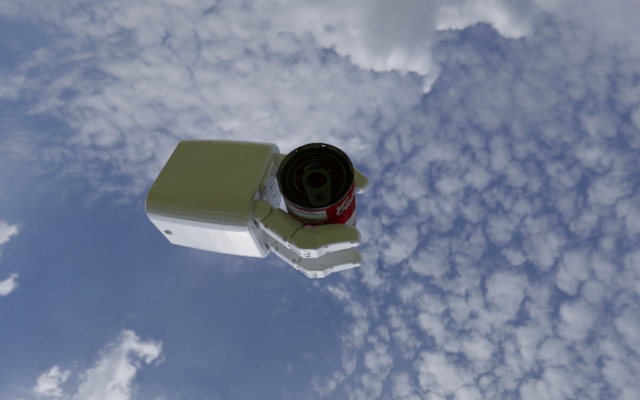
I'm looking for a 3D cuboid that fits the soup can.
[{"bbox_3d":[0.001,0.002,0.459,0.068,0.068,0.102,0,-28,6],"label":"soup can"}]
